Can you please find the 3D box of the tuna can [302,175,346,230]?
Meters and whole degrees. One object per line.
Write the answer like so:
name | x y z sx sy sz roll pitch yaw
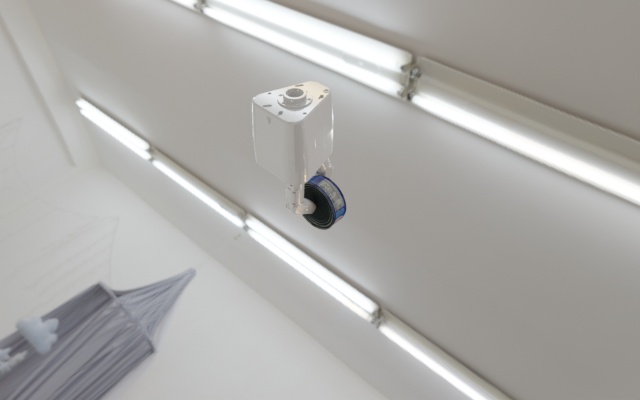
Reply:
tuna can | 0.001 0.002 0.775 0.033 0.086 0.086 -35 22 -35
